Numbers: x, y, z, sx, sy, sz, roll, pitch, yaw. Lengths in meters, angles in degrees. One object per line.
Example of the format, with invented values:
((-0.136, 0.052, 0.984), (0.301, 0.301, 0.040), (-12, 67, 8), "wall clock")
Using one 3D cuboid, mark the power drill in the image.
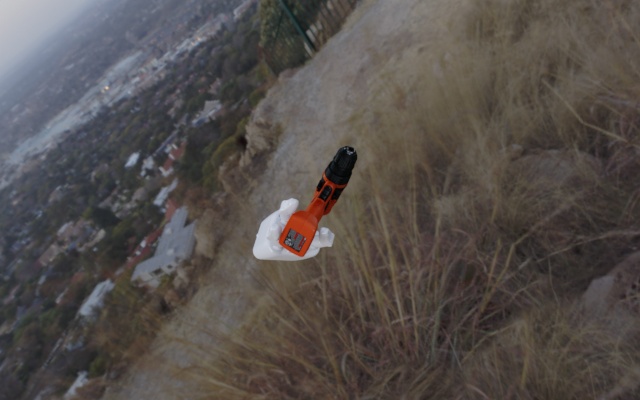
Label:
((0.000, 0.003, 0.897), (0.057, 0.185, 0.187), (31, 46, 6), "power drill")
